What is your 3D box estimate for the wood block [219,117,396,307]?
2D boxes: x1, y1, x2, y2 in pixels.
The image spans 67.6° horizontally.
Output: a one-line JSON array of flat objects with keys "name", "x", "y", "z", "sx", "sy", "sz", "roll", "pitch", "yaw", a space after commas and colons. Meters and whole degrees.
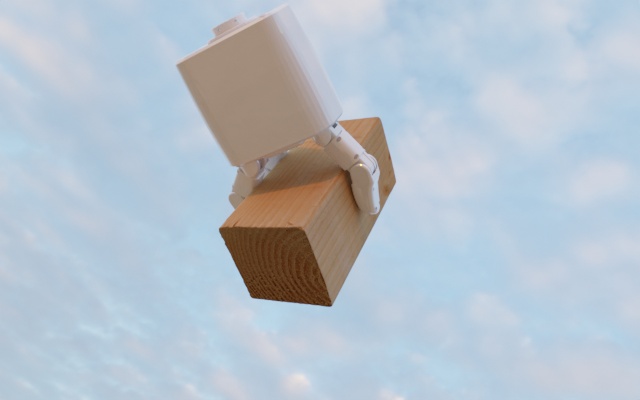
[{"name": "wood block", "x": 0.000, "y": 0.001, "z": 0.492, "sx": 0.091, "sy": 0.090, "sz": 0.206, "roll": -1, "pitch": 34, "yaw": 29}]
